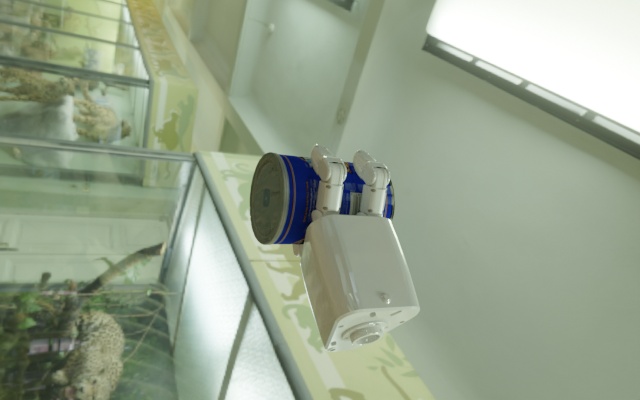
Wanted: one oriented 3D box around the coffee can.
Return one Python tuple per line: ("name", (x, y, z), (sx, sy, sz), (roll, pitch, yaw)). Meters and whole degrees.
("coffee can", (0.000, 0.002, 0.559), (0.140, 0.103, 0.103), (4, -2, -28))
